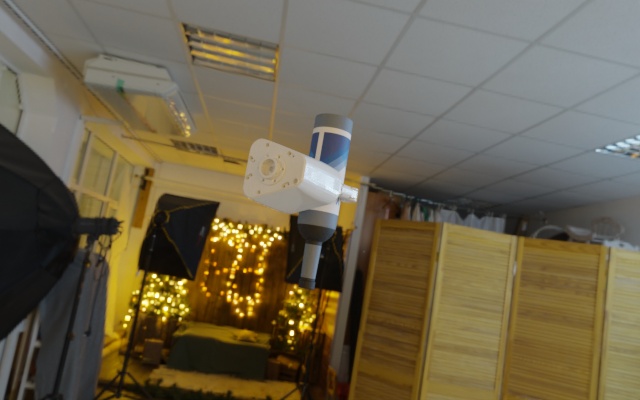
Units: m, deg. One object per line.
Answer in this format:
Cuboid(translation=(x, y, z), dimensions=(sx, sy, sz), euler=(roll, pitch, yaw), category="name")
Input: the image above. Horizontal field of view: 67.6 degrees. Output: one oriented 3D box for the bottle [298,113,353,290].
Cuboid(translation=(0.000, 0.002, 0.815), dimensions=(0.069, 0.295, 0.069), euler=(9, -8, 1), category="bottle")
